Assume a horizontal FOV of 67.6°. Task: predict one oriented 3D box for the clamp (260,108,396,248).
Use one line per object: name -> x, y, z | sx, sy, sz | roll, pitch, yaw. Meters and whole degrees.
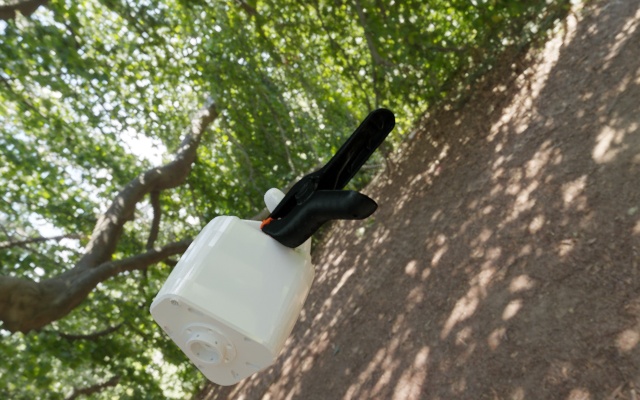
clamp -> 0.000, 0.001, 0.422 | 0.171, 0.039, 0.120 | -43, 16, 35
